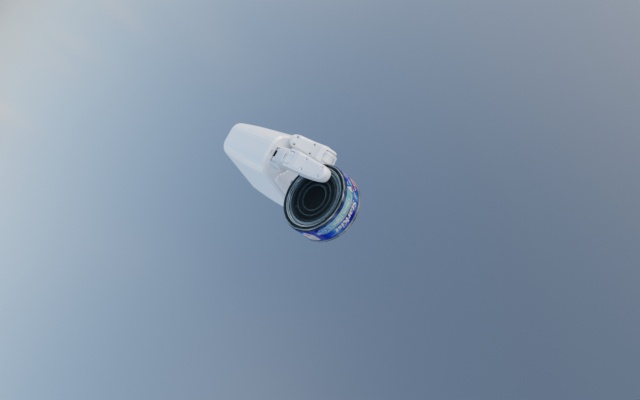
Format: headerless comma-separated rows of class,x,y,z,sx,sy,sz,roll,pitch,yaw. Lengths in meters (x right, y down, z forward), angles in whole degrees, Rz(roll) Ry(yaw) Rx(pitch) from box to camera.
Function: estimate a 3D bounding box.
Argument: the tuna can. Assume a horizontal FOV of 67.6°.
tuna can,0.000,0.002,0.542,0.086,0.086,0.034,0,-24,36
